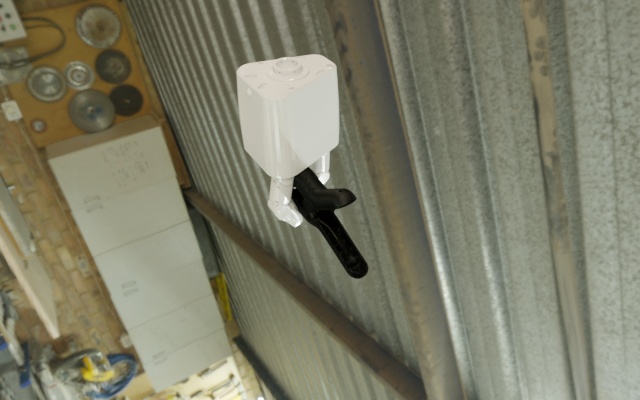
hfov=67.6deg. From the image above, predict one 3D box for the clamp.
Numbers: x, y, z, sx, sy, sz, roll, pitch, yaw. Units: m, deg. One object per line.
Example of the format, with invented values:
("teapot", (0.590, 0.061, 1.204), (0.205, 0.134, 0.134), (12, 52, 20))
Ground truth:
("clamp", (0.001, 0.002, 0.561), (0.039, 0.120, 0.171), (-24, 47, -23))
